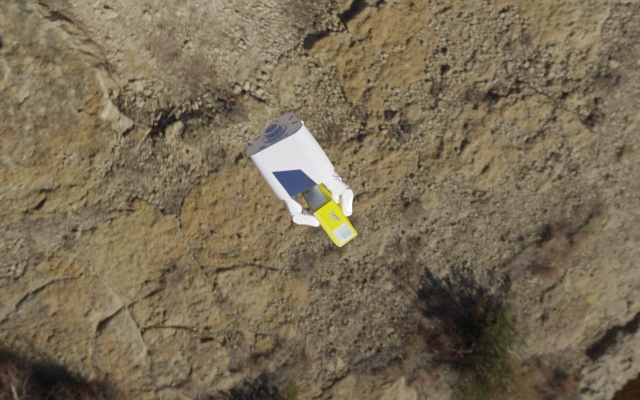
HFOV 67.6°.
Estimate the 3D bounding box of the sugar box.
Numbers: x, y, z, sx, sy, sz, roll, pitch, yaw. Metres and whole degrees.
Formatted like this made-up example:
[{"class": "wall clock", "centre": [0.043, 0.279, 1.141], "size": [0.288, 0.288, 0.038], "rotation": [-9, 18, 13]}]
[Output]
[{"class": "sugar box", "centre": [0.001, 0.003, 0.882], "size": [0.048, 0.093, 0.176], "rotation": [-35, 33, 2]}]
